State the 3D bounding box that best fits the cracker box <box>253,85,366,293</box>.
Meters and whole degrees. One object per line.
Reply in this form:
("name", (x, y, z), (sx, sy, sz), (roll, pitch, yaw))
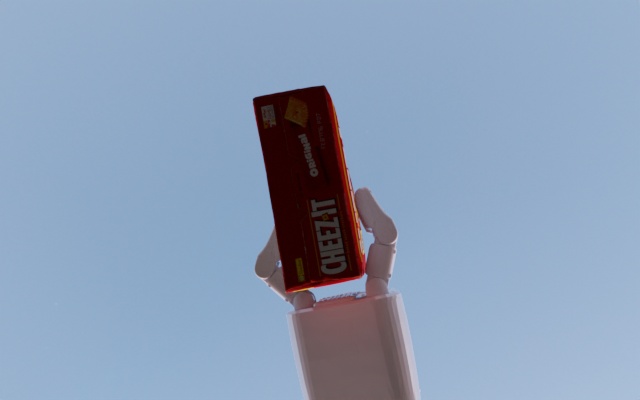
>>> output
("cracker box", (0.000, 0.002, 0.483), (0.072, 0.164, 0.214), (-12, -9, 4))
